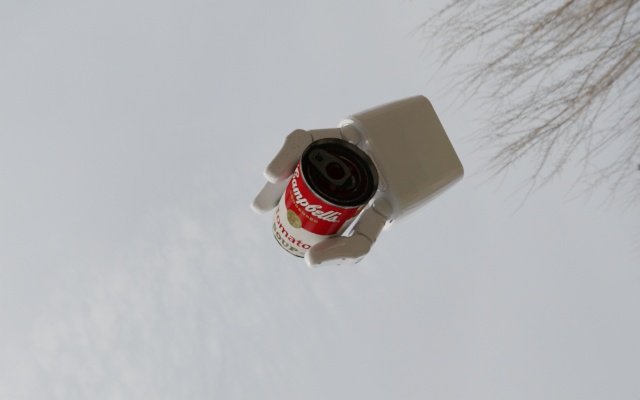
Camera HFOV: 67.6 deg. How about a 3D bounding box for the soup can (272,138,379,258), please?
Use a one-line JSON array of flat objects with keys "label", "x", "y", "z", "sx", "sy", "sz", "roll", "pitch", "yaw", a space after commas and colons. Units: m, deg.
[{"label": "soup can", "x": 0.000, "y": 0.002, "z": 0.426, "sx": 0.068, "sy": 0.068, "sz": 0.102, "roll": 0, "pitch": -30, "yaw": -22}]
